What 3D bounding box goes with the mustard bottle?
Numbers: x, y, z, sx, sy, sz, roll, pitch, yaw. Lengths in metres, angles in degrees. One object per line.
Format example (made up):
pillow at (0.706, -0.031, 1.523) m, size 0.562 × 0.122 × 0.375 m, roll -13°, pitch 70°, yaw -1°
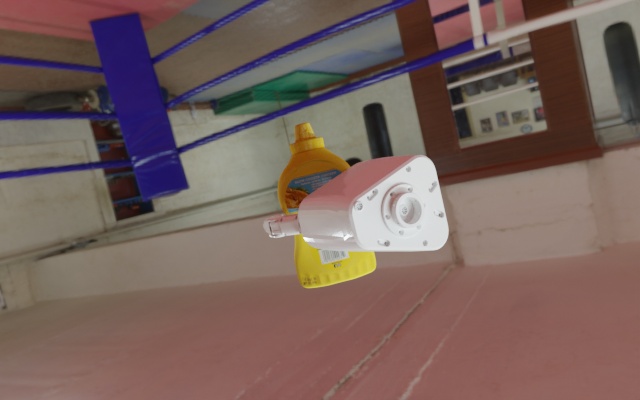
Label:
mustard bottle at (0.000, 0.002, 0.574) m, size 0.096 × 0.191 × 0.058 m, roll -14°, pitch 5°, yaw -1°
